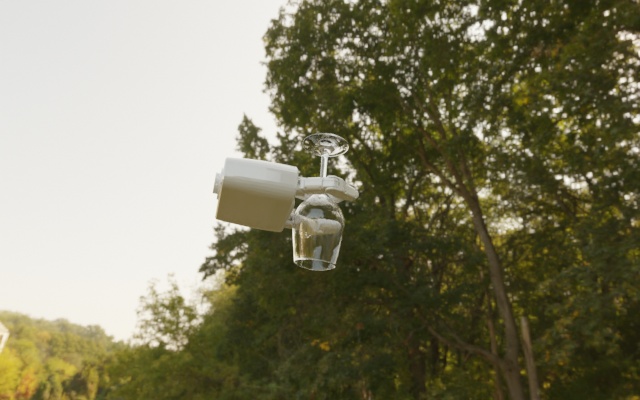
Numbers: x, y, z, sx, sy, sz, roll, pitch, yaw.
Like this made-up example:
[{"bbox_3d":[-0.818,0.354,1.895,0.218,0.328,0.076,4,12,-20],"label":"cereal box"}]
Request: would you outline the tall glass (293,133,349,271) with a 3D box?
[{"bbox_3d":[0.000,0.002,0.730,0.079,0.201,0.079,4,-22,2],"label":"tall glass"}]
